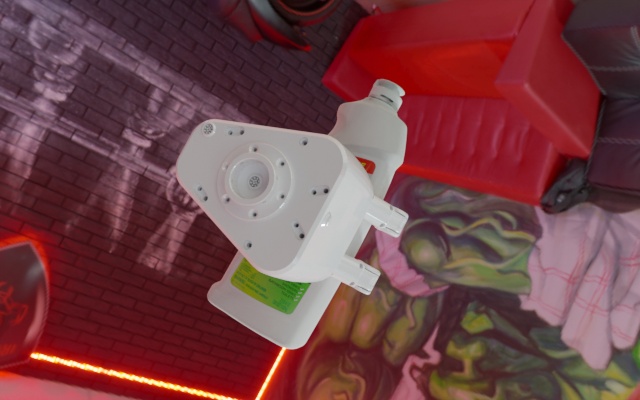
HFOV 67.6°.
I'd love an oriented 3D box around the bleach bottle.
[{"bbox_3d":[0.000,0.002,0.441,0.102,0.251,0.068,27,-2,16],"label":"bleach bottle"}]
